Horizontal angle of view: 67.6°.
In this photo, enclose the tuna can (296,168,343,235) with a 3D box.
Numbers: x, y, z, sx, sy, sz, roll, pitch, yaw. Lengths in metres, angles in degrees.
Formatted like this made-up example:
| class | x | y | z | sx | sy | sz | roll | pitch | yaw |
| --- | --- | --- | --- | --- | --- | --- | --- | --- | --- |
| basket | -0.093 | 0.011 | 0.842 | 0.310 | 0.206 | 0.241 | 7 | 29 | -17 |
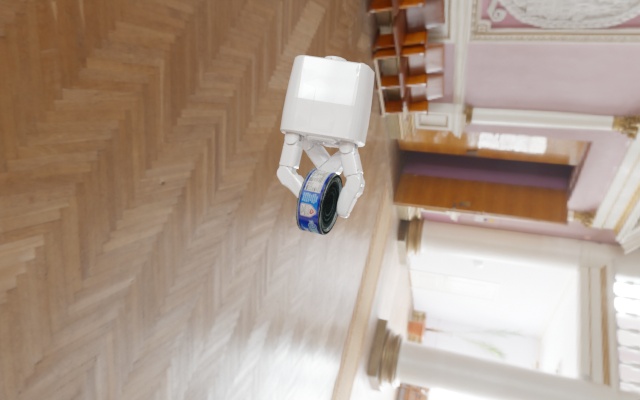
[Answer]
| class | x | y | z | sx | sy | sz | roll | pitch | yaw |
| --- | --- | --- | --- | --- | --- | --- | --- | --- | --- |
| tuna can | 0.001 | 0.002 | 0.636 | 0.034 | 0.086 | 0.086 | 13 | 4 | 19 |
